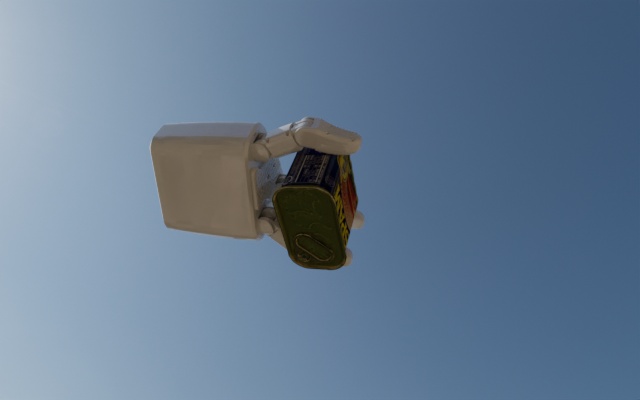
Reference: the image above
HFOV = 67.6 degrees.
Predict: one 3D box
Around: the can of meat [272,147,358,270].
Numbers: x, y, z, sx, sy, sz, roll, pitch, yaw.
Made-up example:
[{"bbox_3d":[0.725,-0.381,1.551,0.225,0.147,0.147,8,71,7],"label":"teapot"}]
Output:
[{"bbox_3d":[0.000,0.001,0.459,0.057,0.102,0.084,1,40,17],"label":"can of meat"}]
